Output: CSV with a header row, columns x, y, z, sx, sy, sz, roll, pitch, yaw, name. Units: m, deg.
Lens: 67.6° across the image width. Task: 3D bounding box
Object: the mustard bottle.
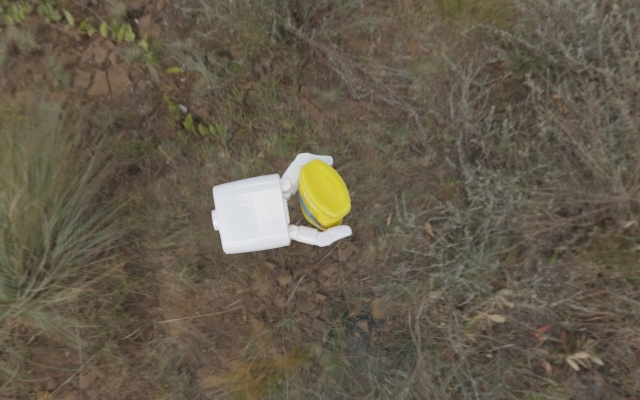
x,y,z,sx,sy,sz,roll,pitch,yaw,name
0.000,0.002,0.793,0.058,0.096,0.192,-34,-9,-12,mustard bottle
